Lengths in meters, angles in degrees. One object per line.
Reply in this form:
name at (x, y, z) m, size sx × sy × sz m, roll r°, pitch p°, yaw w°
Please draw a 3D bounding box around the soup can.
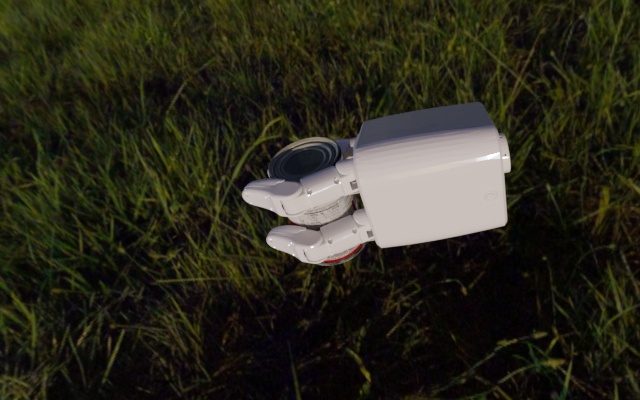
soup can at (0.000, 0.001, 0.440) m, size 0.068 × 0.102 × 0.068 m, roll -13°, pitch 39°, yaw 11°
